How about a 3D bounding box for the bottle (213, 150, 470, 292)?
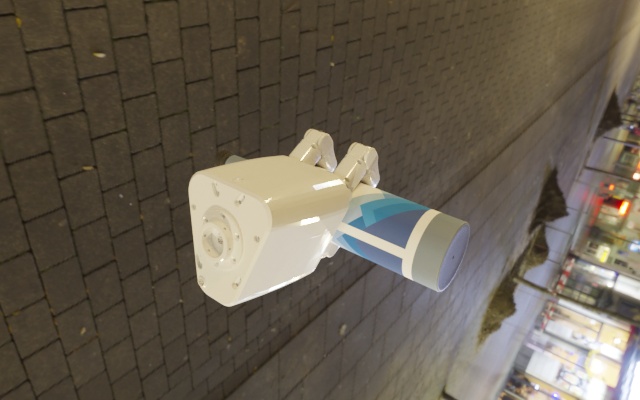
[{"bbox_3d":[0.000,0.002,0.493,0.295,0.069,0.069,23,12,30],"label":"bottle"}]
